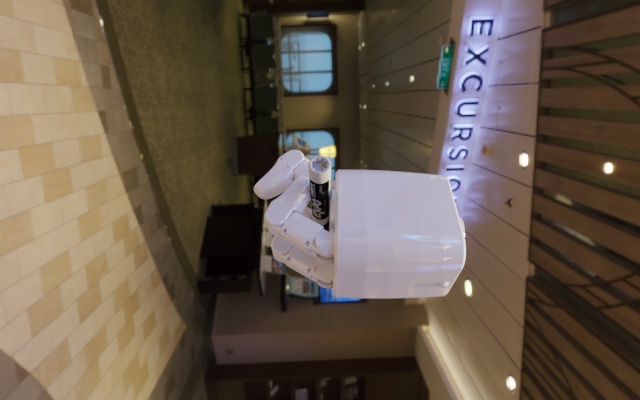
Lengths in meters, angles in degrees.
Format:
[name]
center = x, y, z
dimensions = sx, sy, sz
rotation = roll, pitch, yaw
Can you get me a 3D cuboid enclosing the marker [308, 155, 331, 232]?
[marker]
center = 0.000, 0.001, 0.440
dimensions = 0.020, 0.020, 0.121
rotation = 0, -31, 1
